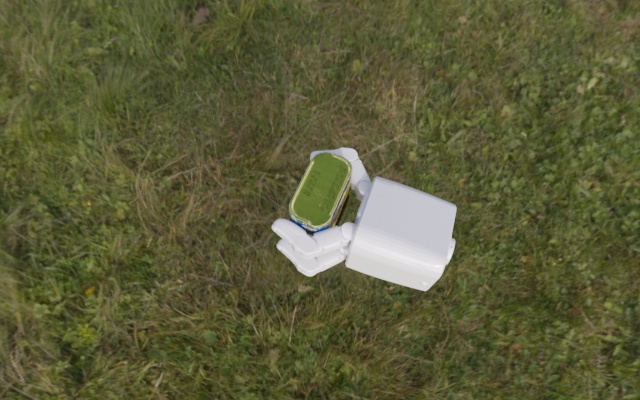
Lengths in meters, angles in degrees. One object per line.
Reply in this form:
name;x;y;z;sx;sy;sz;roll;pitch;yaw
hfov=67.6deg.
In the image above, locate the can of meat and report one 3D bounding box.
can of meat;0.000;0.002;0.586;0.057;0.102;0.084;21;-23;8
